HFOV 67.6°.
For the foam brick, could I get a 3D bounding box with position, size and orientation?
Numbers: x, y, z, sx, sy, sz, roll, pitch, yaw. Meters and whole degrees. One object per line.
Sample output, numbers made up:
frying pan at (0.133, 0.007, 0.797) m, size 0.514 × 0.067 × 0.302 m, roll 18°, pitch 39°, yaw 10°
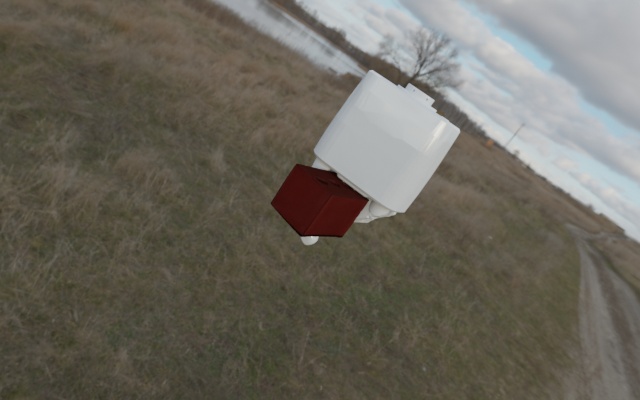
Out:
foam brick at (0.000, 0.002, 0.480) m, size 0.053 × 0.051 × 0.078 m, roll 44°, pitch 19°, yaw 27°
